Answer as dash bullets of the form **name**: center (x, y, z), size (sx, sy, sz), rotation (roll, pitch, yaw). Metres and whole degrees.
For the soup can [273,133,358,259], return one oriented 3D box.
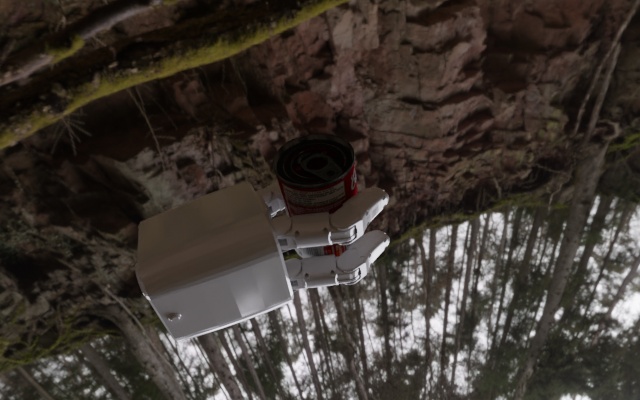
- **soup can**: center (0.001, 0.001, 0.425), size (0.068, 0.102, 0.068), rotation (-5, 44, 5)
